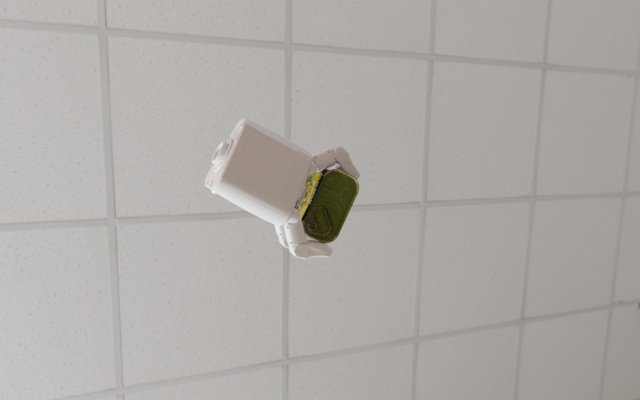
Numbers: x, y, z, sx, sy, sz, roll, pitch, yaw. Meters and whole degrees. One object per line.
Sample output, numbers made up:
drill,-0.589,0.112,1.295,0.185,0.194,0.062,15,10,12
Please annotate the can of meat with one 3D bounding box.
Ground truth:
can of meat,0.000,0.002,0.694,0.057,0.102,0.084,25,-2,-24
